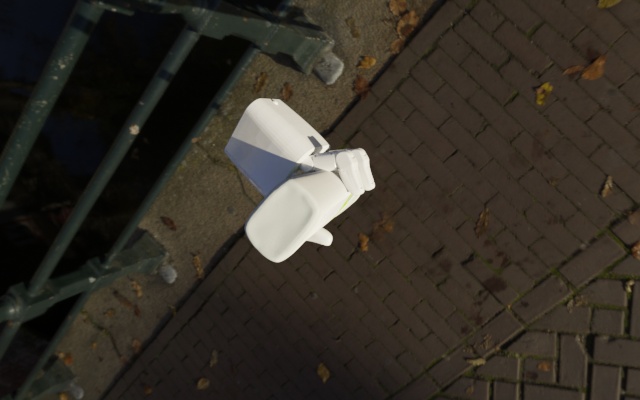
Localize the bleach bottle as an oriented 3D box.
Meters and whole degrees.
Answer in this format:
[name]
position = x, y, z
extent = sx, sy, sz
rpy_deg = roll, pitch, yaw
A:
[bleach bottle]
position = 0.000, 0.002, 0.652
extent = 0.102, 0.068, 0.251
rpy_deg = -48, -9, 21
